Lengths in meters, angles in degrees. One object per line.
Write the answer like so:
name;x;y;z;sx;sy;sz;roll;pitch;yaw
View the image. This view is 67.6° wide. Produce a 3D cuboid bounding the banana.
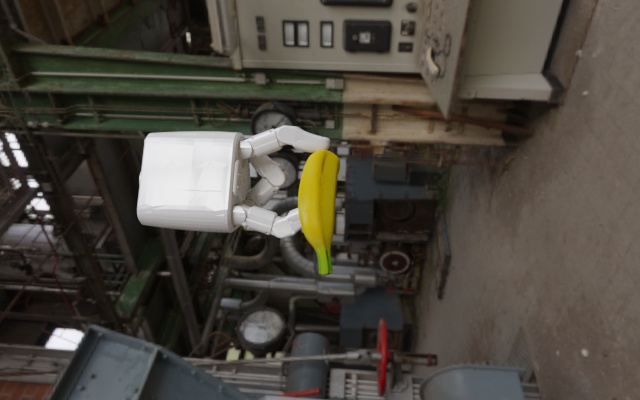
banana;0.000;-0.012;0.493;0.037;0.070;0.197;2;33;4
